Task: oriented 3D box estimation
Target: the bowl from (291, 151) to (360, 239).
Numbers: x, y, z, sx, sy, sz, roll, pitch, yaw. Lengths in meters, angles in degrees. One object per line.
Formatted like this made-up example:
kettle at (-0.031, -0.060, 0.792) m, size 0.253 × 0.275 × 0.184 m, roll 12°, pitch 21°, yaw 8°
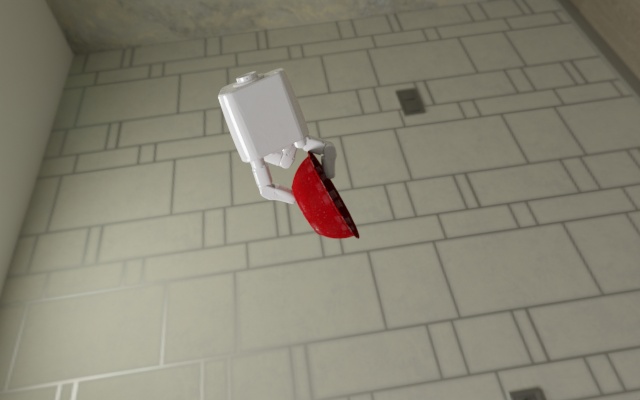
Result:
bowl at (0.000, 0.004, 0.764) m, size 0.055 × 0.162 × 0.162 m, roll -30°, pitch -4°, yaw 7°
